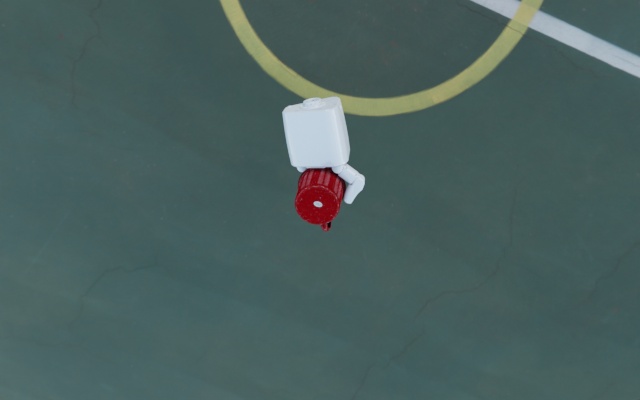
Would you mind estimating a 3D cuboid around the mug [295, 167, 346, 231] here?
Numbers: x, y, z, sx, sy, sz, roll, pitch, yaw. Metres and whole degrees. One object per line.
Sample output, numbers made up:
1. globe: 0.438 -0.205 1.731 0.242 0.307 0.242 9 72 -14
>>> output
1. mug: 0.000 0.004 0.881 0.093 0.117 0.081 -6 25 10
